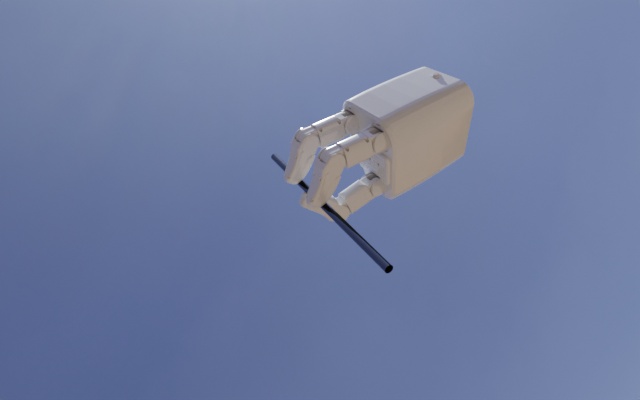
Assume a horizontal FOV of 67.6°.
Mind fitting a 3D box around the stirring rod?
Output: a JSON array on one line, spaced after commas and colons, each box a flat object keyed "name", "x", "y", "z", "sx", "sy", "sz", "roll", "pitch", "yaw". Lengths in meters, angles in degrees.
[{"name": "stirring rod", "x": 0.000, "y": 0.002, "z": 0.476, "sx": 0.011, "sy": 0.011, "sz": 0.239, "roll": 0, "pitch": 27, "yaw": -31}]
